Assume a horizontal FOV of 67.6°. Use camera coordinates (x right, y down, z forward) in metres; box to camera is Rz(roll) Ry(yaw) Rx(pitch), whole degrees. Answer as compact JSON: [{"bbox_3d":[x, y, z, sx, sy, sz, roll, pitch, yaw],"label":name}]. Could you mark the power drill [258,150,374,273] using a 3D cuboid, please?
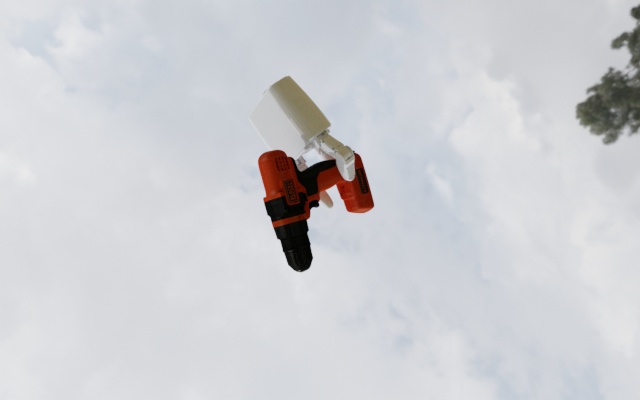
[{"bbox_3d":[0.000,0.002,0.746,0.187,0.184,0.057,-15,1,-42],"label":"power drill"}]
